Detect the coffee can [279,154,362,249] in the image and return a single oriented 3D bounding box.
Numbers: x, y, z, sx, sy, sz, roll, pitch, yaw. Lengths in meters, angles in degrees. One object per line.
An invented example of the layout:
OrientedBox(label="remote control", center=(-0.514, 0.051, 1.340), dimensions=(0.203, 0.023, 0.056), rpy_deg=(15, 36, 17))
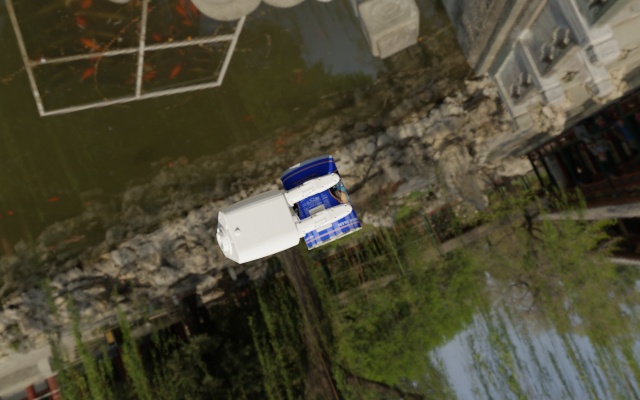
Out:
OrientedBox(label="coffee can", center=(0.000, 0.003, 0.845), dimensions=(0.103, 0.140, 0.103), rpy_deg=(-22, -6, -3))
